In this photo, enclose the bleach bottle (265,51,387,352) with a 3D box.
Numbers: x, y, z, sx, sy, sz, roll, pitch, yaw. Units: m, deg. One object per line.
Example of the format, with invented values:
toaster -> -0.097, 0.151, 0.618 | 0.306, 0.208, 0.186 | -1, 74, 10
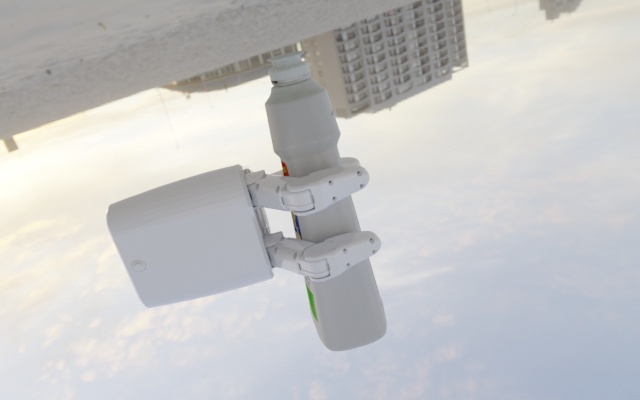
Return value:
bleach bottle -> 0.000, 0.001, 0.411 | 0.068, 0.251, 0.102 | -15, 23, -4
